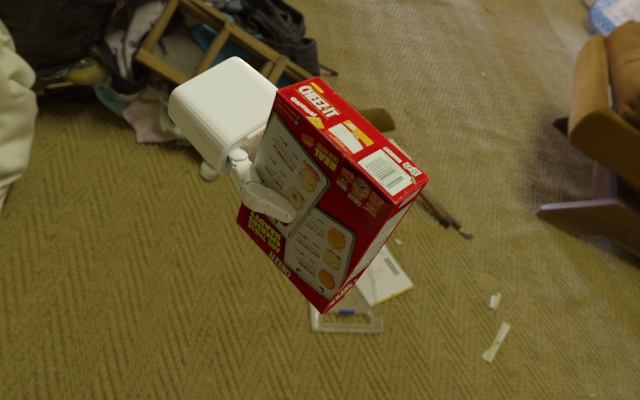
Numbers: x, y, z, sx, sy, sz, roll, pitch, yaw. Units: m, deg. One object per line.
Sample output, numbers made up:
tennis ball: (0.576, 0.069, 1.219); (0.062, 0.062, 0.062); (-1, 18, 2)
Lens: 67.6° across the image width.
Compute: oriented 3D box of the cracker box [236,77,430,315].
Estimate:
cracker box: (0.000, 0.002, 0.527); (0.072, 0.164, 0.214); (-31, -23, -39)
